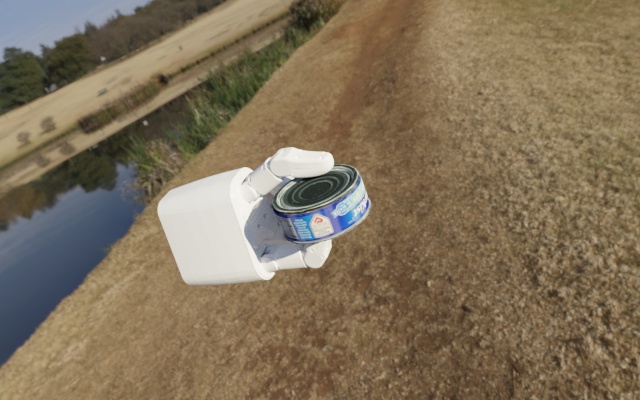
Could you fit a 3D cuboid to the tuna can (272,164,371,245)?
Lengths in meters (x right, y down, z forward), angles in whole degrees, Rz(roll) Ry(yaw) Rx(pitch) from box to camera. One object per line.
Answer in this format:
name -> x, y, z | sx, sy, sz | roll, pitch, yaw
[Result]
tuna can -> 0.000, 0.001, 0.433 | 0.086, 0.034, 0.086 | -17, 25, 9
